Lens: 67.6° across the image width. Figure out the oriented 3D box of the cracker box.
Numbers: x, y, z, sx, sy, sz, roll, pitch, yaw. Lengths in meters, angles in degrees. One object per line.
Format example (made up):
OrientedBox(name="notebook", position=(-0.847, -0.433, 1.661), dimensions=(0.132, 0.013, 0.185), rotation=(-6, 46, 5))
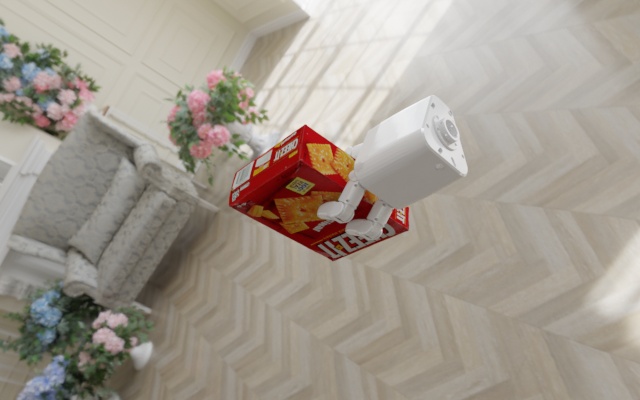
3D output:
OrientedBox(name="cracker box", position=(0.000, 0.002, 0.696), dimensions=(0.214, 0.072, 0.164), rotation=(32, -41, -31))
